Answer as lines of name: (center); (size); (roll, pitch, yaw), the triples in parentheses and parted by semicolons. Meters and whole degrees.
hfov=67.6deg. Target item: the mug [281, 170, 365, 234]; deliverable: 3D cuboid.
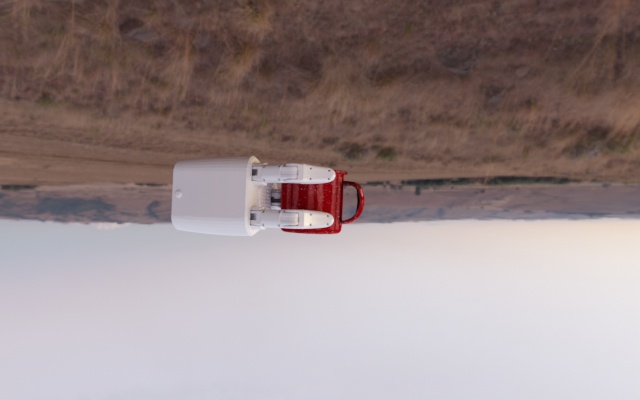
mug: (0.002, 0.002, 0.626); (0.117, 0.081, 0.093); (2, -1, 16)
